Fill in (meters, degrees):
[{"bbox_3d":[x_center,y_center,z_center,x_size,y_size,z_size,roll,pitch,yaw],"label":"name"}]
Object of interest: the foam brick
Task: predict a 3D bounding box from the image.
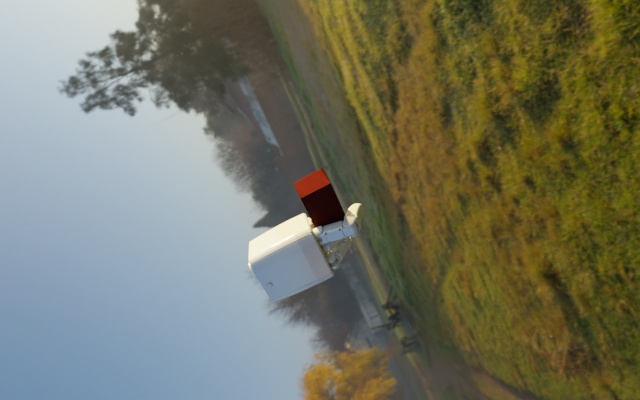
[{"bbox_3d":[0.000,0.002,0.730,0.051,0.078,0.053,-26,32,-1],"label":"foam brick"}]
